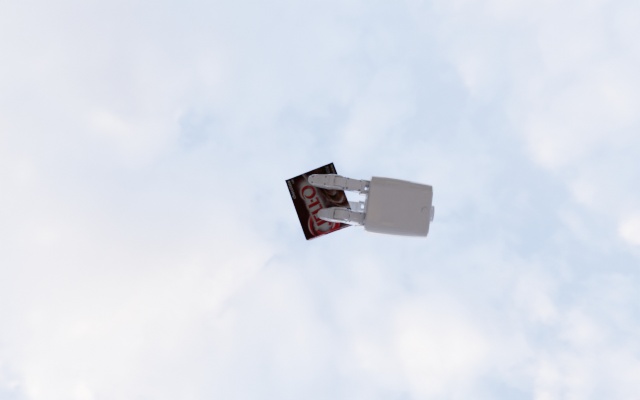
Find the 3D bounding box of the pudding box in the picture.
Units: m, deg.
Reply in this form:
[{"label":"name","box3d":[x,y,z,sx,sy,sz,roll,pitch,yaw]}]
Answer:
[{"label":"pudding box","box3d":[0.000,0.003,0.820,0.090,0.113,0.039,-21,-9,2]}]
